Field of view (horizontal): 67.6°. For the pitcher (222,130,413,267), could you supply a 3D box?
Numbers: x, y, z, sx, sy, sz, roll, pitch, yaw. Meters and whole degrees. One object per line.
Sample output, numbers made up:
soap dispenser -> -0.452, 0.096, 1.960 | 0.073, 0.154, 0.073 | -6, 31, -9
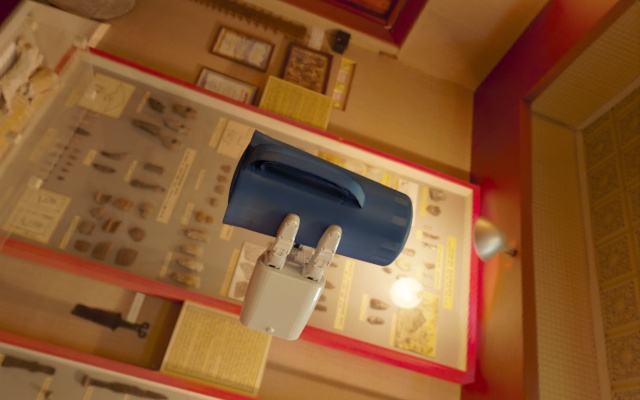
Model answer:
pitcher -> 0.000, 0.002, 0.644 | 0.243, 0.145, 0.149 | 19, 21, -8
